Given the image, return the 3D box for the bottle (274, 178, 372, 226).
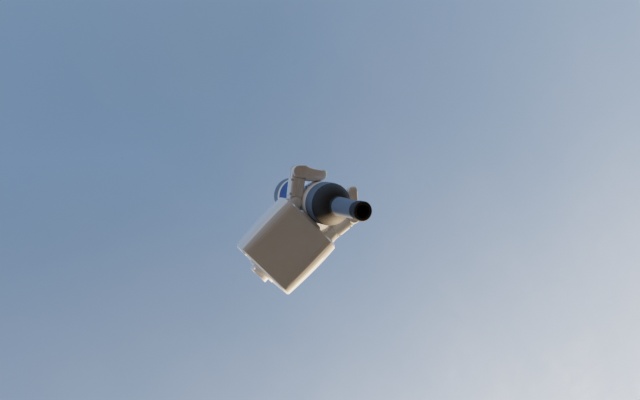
[{"bbox_3d":[0.000,0.002,0.764,0.069,0.069,0.295,0,5,-23],"label":"bottle"}]
